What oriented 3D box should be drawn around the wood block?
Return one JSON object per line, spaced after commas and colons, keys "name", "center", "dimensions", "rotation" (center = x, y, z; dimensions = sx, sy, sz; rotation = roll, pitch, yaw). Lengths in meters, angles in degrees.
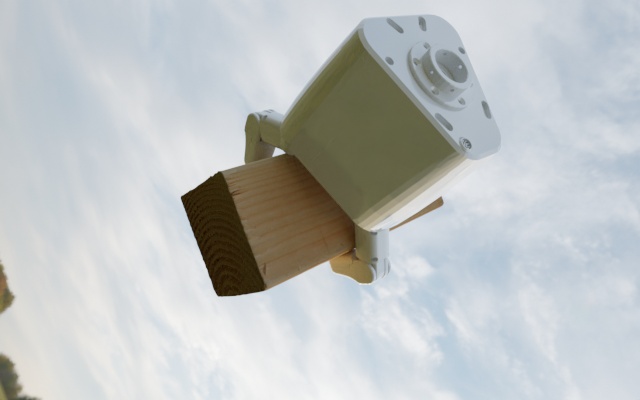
{"name": "wood block", "center": [0.000, 0.002, 0.419], "dimensions": [0.206, 0.091, 0.090], "rotation": [-20, 0, -37]}
